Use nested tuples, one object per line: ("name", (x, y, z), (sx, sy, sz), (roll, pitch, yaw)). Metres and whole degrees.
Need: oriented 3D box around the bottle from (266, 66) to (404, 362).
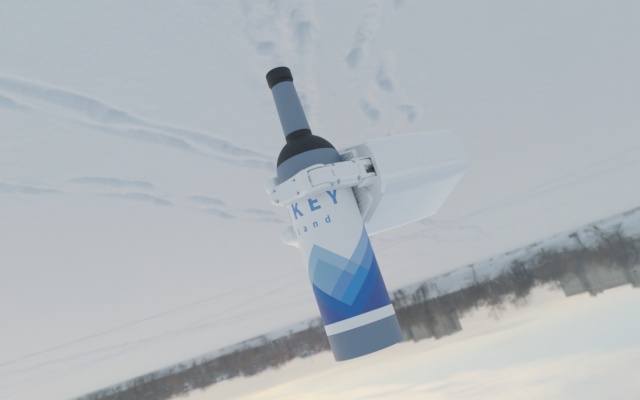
("bottle", (0.000, 0.002, 0.471), (0.069, 0.295, 0.069), (-17, -13, -4))
